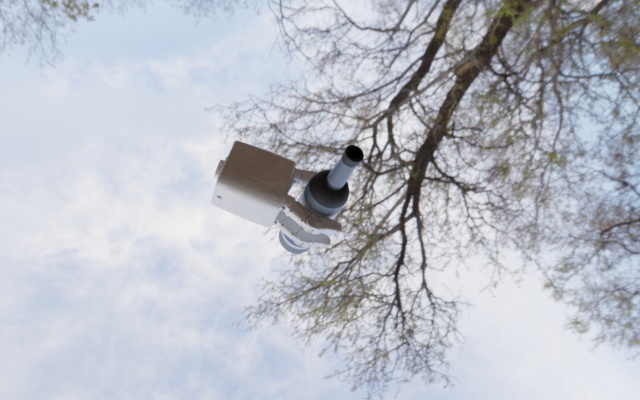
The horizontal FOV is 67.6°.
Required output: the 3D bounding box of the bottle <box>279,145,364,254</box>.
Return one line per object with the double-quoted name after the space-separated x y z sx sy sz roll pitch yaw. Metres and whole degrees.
0.000 0.003 0.765 0.069 0.069 0.296 0 -27 -21 "bottle"
